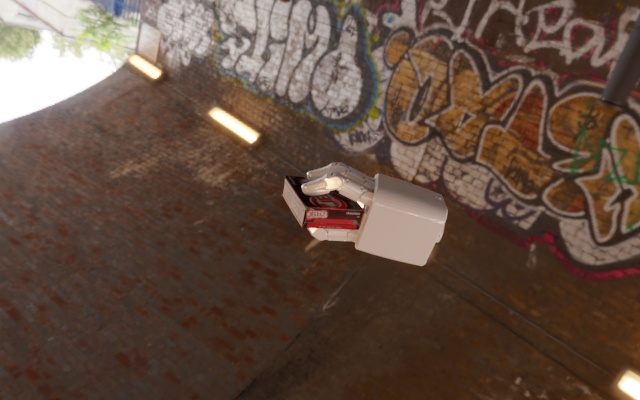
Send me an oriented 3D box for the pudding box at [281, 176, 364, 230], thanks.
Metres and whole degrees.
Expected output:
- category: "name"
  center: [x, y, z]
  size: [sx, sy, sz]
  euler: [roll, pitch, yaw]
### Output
- category: "pudding box"
  center: [0.000, 0.002, 0.707]
  size: [0.090, 0.039, 0.113]
  euler: [4, 22, -24]
